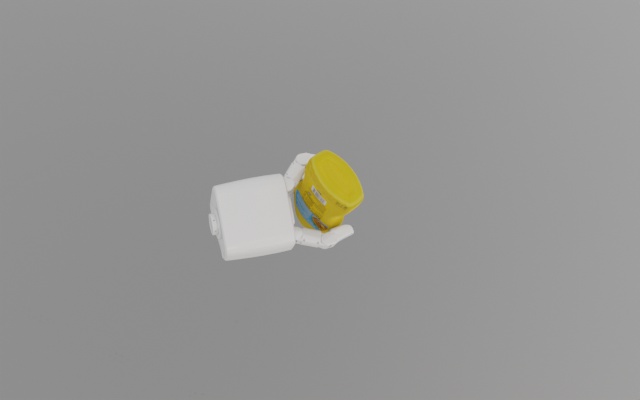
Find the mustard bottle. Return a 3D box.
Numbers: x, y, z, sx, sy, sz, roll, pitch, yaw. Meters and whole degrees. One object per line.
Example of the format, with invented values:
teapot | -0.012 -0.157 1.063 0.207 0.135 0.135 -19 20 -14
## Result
mustard bottle | 0.000 0.002 0.764 0.058 0.096 0.192 -36 -9 -26
